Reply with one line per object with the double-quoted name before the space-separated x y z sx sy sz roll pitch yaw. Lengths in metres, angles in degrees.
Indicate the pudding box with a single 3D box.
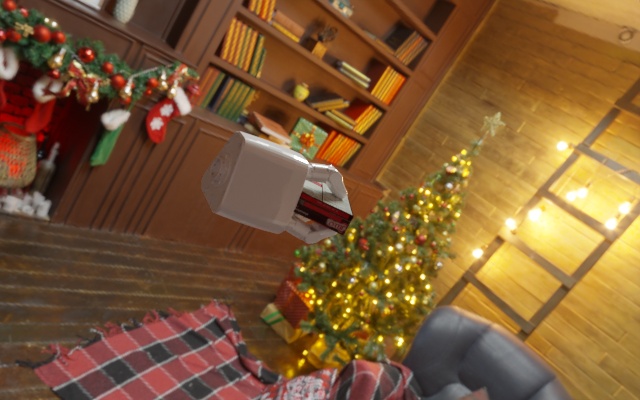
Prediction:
"pudding box" 0.000 0.002 0.729 0.090 0.039 0.113 27 17 -9
